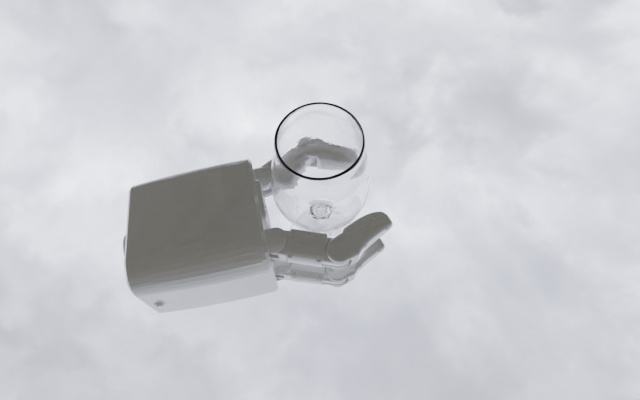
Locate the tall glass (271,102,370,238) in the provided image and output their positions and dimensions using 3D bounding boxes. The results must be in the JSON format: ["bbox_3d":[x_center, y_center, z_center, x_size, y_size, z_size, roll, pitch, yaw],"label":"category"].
[{"bbox_3d":[0.000,0.002,0.410,0.079,0.079,0.201,0,-25,0],"label":"tall glass"}]
